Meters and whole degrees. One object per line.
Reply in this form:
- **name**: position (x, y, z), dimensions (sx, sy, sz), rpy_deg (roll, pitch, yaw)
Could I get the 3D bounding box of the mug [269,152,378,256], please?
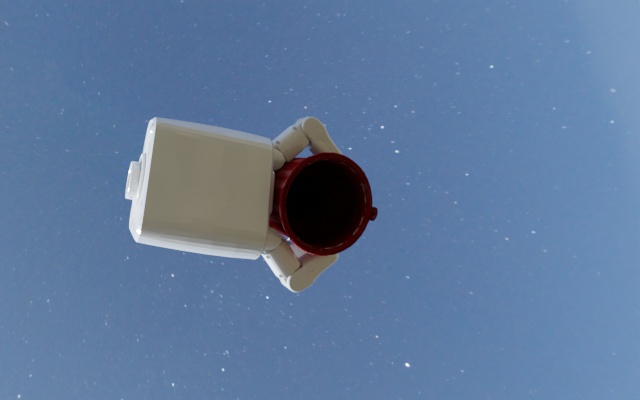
- **mug**: position (0.001, 0.002, 0.466), dimensions (0.117, 0.093, 0.081), rpy_deg (9, 2, -27)
